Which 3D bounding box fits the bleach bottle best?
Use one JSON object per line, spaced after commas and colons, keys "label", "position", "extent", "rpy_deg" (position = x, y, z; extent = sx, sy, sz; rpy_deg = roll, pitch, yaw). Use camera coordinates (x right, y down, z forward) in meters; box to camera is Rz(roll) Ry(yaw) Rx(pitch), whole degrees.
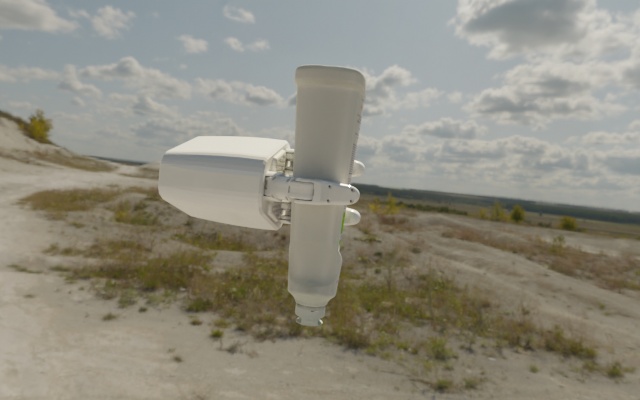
{"label": "bleach bottle", "position": [0.000, 0.002, 0.480], "extent": [0.068, 0.251, 0.102], "rpy_deg": [6, 3, 7]}
